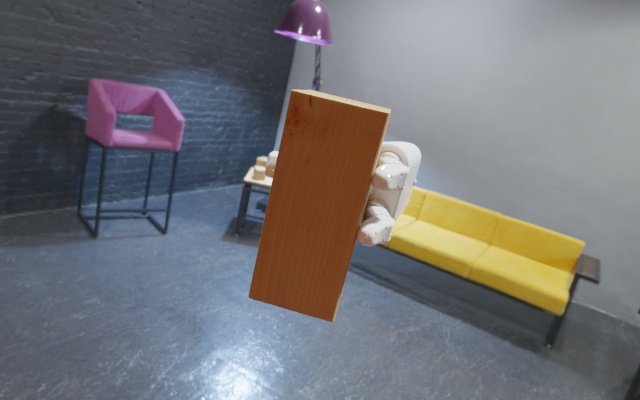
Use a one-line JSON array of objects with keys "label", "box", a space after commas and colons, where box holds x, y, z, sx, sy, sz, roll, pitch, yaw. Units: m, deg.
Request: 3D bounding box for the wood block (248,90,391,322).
[{"label": "wood block", "box": [0.000, 0.001, 0.480, 0.091, 0.206, 0.090, 15, 15, 6]}]
